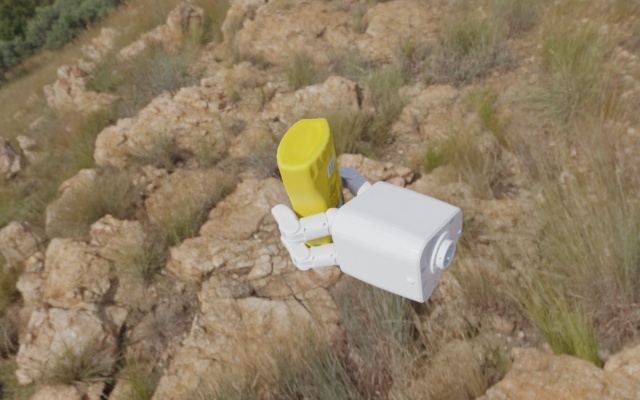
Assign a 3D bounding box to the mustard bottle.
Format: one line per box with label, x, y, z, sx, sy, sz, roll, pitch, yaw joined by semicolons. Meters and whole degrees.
mustard bottle;0.000;0.002;0.588;0.058;0.192;0.096;0;44;16
